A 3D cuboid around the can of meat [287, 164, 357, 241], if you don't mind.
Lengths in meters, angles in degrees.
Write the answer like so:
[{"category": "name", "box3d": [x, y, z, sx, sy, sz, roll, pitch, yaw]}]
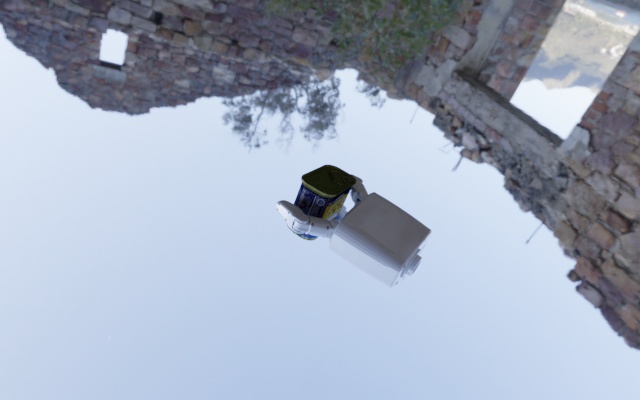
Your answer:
[{"category": "can of meat", "box3d": [0.000, 0.003, 0.712, 0.057, 0.084, 0.102, 31, 29, 17]}]
